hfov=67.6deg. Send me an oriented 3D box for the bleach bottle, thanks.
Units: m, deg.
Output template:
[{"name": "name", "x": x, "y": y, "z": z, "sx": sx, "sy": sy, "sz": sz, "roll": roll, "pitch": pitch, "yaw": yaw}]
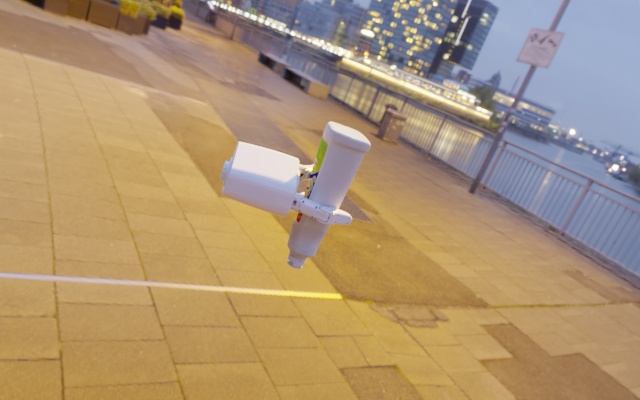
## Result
[{"name": "bleach bottle", "x": 0.000, "y": 0.003, "z": 0.785, "sx": 0.068, "sy": 0.251, "sz": 0.102, "roll": 17, "pitch": 17, "yaw": -13}]
